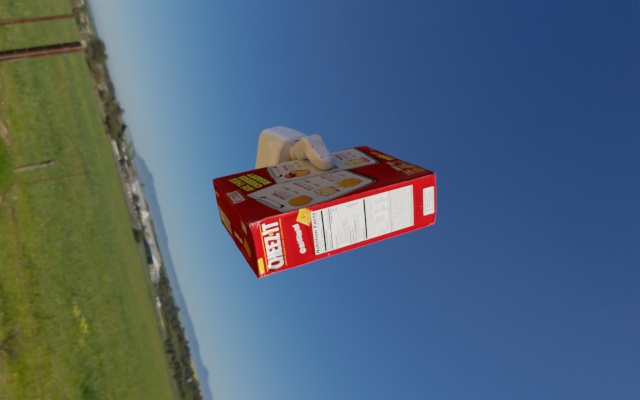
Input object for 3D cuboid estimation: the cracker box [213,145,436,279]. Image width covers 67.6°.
[{"bbox_3d":[0.000,0.002,0.558,0.213,0.072,0.164,-15,23,-19],"label":"cracker box"}]
